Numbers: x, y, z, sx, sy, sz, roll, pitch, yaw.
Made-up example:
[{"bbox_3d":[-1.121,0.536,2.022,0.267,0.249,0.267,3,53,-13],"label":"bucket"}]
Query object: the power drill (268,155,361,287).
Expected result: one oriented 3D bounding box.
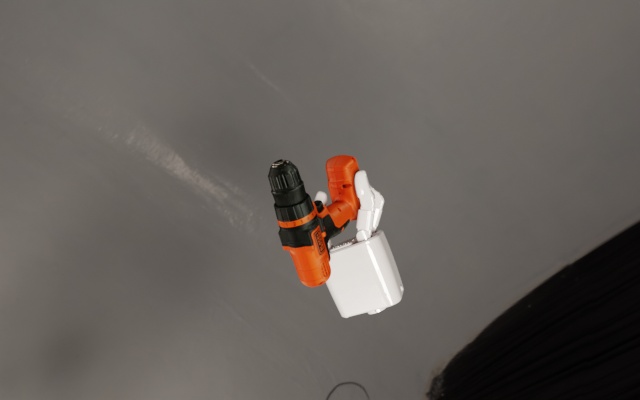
[{"bbox_3d":[0.000,0.002,0.690,0.057,0.184,0.187,0,26,31],"label":"power drill"}]
